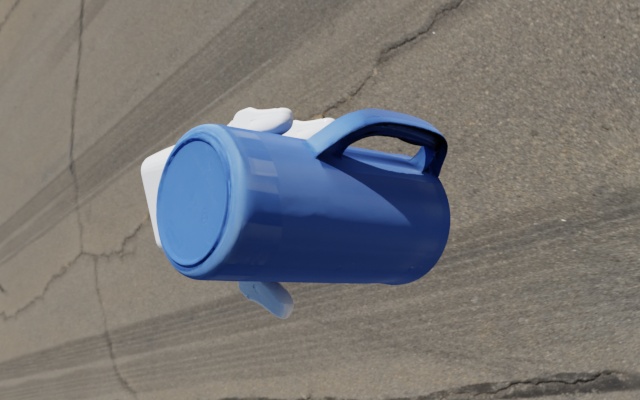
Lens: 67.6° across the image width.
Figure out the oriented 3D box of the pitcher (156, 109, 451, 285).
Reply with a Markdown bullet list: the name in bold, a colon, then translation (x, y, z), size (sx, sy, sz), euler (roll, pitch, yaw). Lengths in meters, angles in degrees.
- **pitcher**: translation (0.000, 0.001, 0.403), size (0.145, 0.149, 0.243), euler (-4, -8, 43)
